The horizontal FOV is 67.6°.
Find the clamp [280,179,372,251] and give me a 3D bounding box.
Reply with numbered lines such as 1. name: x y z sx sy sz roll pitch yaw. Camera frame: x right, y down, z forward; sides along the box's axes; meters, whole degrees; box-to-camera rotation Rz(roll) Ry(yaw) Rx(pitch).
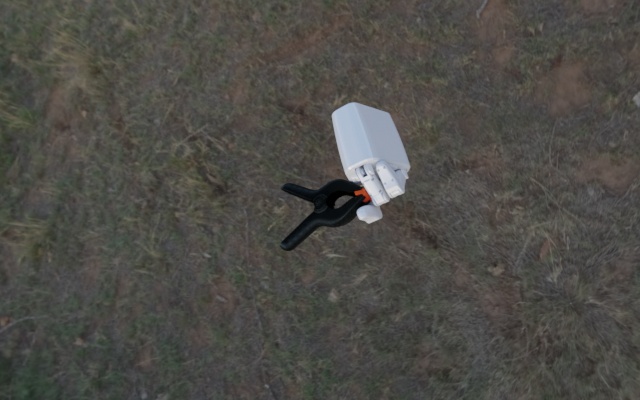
1. clamp: 0.000 0.002 0.776 0.171 0.120 0.039 -23 -26 22
